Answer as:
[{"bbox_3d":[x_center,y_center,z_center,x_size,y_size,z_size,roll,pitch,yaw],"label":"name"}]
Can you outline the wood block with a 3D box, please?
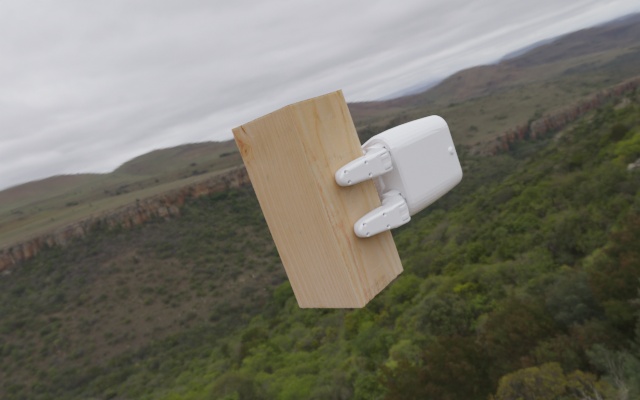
[{"bbox_3d":[0.000,0.001,0.507,0.091,0.206,0.090,-12,12,43],"label":"wood block"}]
